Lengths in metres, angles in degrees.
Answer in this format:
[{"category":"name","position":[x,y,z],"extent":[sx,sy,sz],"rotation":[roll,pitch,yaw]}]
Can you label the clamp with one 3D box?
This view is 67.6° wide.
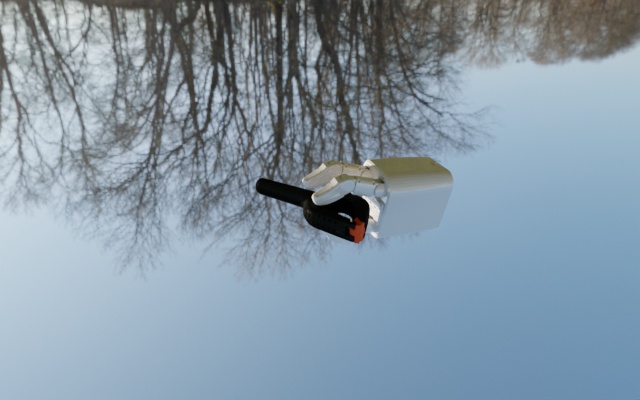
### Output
[{"category":"clamp","position":[0.000,0.003,0.691],"extent":[0.164,0.036,0.210],"rotation":[-7,26,-15]}]
